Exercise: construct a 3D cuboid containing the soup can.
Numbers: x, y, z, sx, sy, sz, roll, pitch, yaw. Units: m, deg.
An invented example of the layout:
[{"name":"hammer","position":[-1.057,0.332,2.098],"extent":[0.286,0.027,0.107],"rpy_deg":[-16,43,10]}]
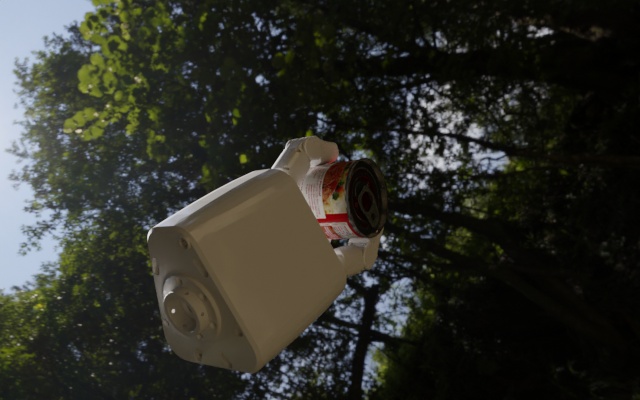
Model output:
[{"name":"soup can","position":[0.000,0.001,0.430],"extent":[0.102,0.068,0.068],"rpy_deg":[-5,-3,35]}]
